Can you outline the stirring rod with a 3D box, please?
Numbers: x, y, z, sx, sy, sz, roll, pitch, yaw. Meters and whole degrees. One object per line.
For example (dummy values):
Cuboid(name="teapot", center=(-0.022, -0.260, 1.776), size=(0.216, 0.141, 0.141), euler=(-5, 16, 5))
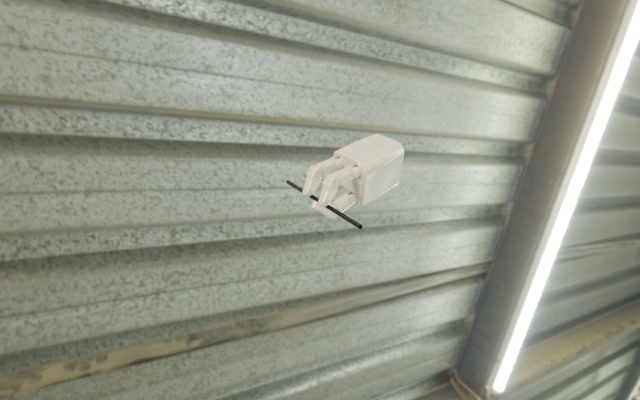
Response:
Cuboid(name="stirring rod", center=(0.000, 0.003, 0.886), size=(0.011, 0.011, 0.239), euler=(0, 20, -36))
